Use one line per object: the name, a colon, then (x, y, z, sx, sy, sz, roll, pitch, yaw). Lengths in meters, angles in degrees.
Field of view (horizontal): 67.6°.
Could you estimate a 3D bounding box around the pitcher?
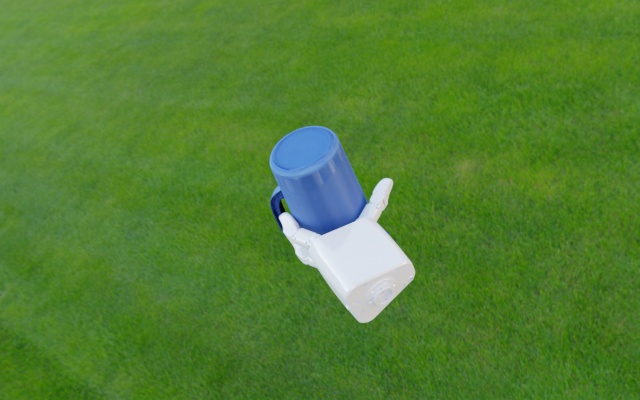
pitcher: (0.000, 0.003, 0.777, 0.149, 0.243, 0.145, -34, 44, -8)
